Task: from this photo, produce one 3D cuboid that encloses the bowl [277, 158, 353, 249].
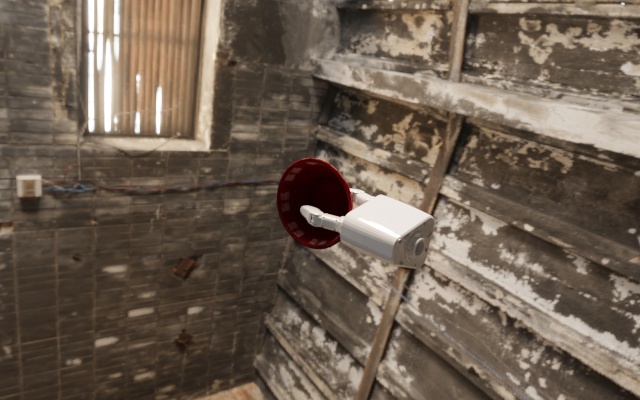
[{"bbox_3d":[-0.001,0.002,0.853,0.162,0.162,0.055,0,9,34],"label":"bowl"}]
